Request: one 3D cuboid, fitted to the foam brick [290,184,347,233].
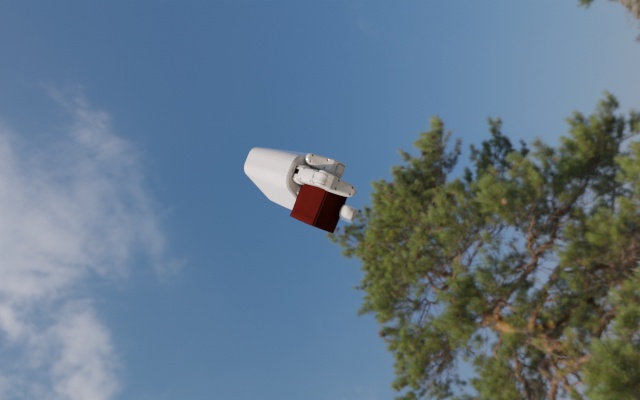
[{"bbox_3d":[0.000,0.003,0.713,0.051,0.078,0.053,17,-7,39],"label":"foam brick"}]
